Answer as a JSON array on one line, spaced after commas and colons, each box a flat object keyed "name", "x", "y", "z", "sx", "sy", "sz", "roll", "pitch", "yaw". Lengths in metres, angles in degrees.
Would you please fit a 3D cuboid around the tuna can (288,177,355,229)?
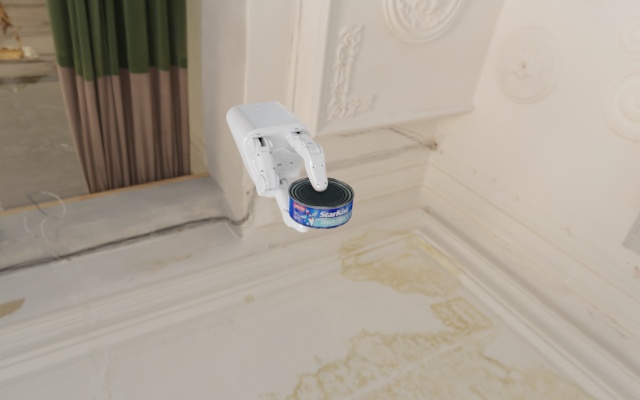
[{"name": "tuna can", "x": 0.000, "y": 0.003, "z": 0.621, "sx": 0.086, "sy": 0.034, "sz": 0.086, "roll": 3, "pitch": 28, "yaw": -2}]
